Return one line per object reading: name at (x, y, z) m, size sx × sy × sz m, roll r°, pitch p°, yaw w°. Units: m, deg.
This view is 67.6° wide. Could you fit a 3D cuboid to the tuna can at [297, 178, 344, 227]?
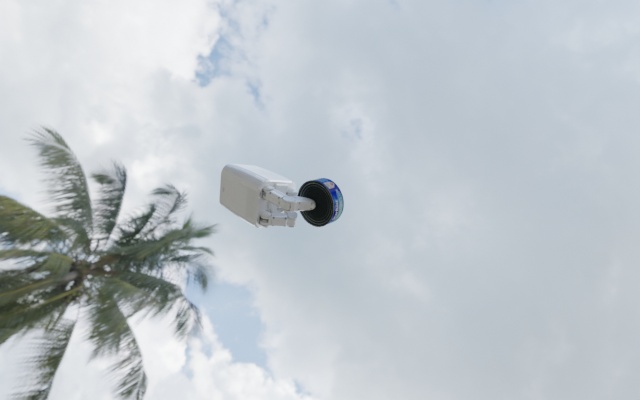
tuna can at (0.001, 0.003, 0.865) m, size 0.086 × 0.086 × 0.033 m, roll 0°, pitch 12°, yaw 41°
